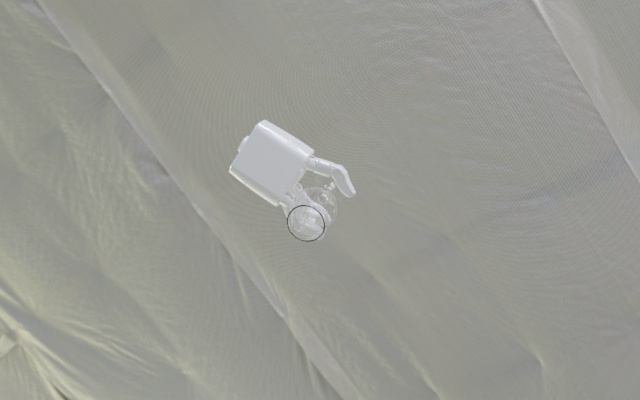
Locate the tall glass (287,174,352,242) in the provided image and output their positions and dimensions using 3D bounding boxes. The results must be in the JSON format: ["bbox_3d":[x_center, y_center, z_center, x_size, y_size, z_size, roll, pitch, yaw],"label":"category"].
[{"bbox_3d":[0.000,0.003,0.829,0.079,0.079,0.201,0,20,14],"label":"tall glass"}]
